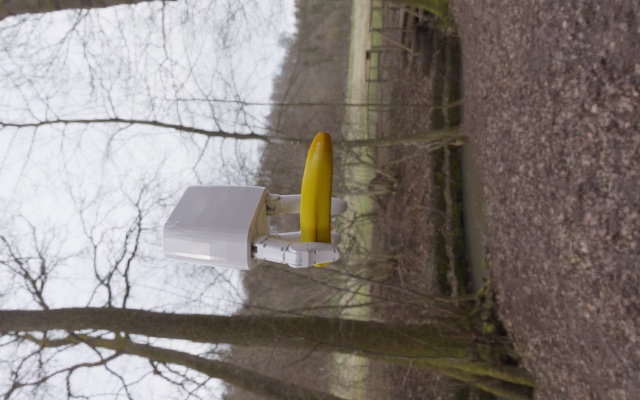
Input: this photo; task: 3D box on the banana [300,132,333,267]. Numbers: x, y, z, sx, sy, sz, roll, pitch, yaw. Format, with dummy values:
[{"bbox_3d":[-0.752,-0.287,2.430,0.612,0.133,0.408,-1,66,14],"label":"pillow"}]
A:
[{"bbox_3d":[-0.003,0.017,0.564,0.037,0.198,0.069,5,42,8],"label":"banana"}]
